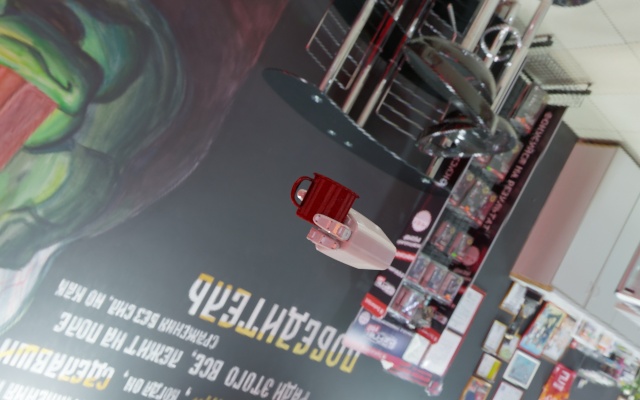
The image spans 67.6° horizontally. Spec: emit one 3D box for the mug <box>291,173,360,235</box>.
[{"bbox_3d":[-0.001,0.002,0.834,0.117,0.081,0.093,30,-3,-26],"label":"mug"}]
